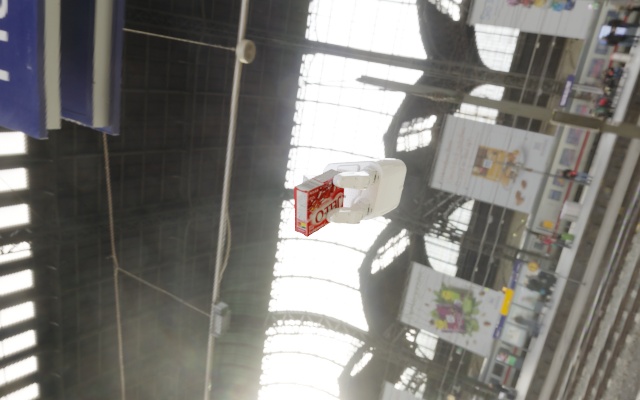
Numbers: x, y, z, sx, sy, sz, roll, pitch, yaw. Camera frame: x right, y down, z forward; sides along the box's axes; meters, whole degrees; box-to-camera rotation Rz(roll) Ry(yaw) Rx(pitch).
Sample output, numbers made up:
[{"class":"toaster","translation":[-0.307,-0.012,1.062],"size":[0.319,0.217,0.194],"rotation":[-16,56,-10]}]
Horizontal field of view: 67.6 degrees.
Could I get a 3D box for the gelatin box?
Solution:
[{"class":"gelatin box","translation":[0.000,0.002,0.694],"size":[0.030,0.073,0.089],"rotation":[21,32,33]}]
